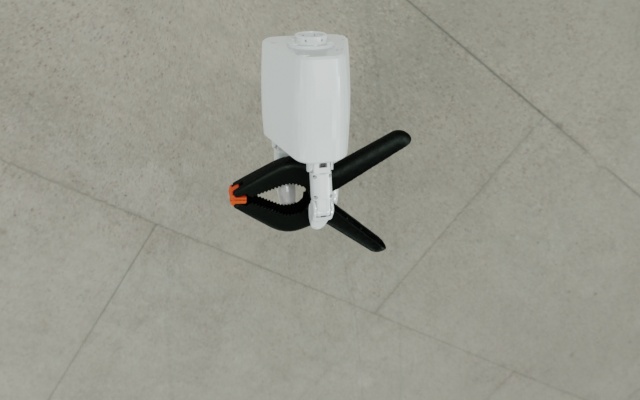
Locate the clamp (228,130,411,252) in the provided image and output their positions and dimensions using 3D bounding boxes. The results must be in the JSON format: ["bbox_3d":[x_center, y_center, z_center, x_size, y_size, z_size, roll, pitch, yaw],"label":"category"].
[{"bbox_3d":[0.000,0.002,0.563,0.210,0.165,0.036,-6,31,-11],"label":"clamp"}]
